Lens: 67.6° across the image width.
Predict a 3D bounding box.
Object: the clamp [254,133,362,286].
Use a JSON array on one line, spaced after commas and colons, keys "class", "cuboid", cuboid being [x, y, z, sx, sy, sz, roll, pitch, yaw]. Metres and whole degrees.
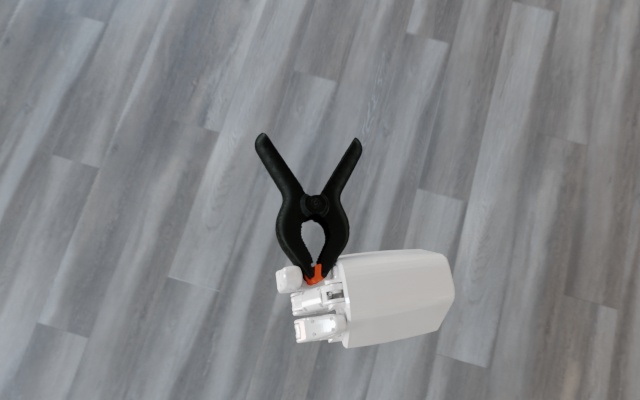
[{"class": "clamp", "cuboid": [0.000, 0.002, 0.515, 0.120, 0.171, 0.039, -9, -12, -9]}]
